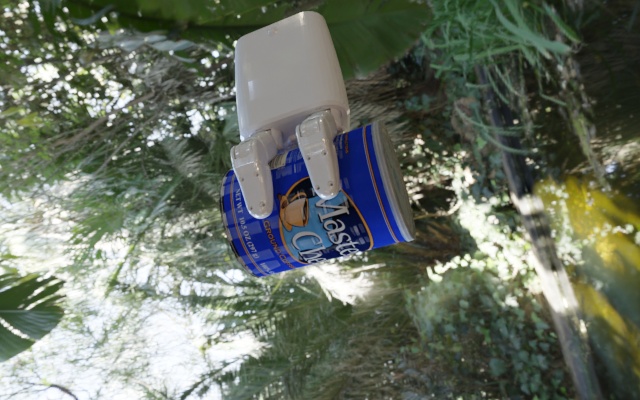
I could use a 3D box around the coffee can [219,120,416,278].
[{"bbox_3d":[0.000,0.001,0.412,0.140,0.103,0.103,-16,-4,15],"label":"coffee can"}]
